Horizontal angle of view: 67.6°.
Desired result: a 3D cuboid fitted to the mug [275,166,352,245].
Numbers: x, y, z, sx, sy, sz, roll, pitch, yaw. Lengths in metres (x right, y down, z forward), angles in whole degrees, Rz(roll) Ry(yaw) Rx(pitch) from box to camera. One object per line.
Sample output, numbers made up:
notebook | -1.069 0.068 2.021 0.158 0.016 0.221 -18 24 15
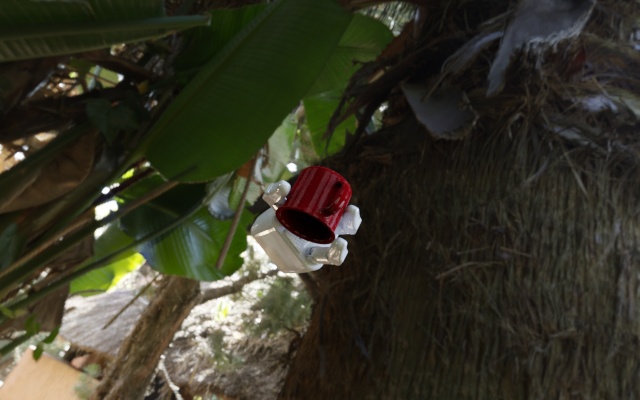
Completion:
mug | 0.001 0.002 0.678 0.093 0.081 0.117 37 -28 -19
